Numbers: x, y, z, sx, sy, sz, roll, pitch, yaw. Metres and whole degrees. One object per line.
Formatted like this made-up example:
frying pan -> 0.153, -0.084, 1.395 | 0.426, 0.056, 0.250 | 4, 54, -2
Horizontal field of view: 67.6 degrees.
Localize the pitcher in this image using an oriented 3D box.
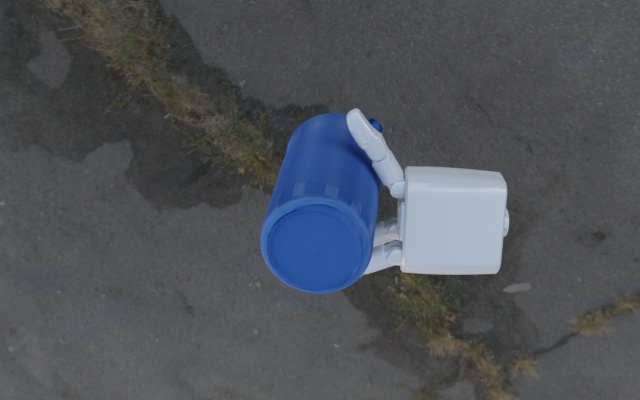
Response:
pitcher -> 0.000, 0.002, 0.553 | 0.145, 0.149, 0.242 | 3, 26, 6
